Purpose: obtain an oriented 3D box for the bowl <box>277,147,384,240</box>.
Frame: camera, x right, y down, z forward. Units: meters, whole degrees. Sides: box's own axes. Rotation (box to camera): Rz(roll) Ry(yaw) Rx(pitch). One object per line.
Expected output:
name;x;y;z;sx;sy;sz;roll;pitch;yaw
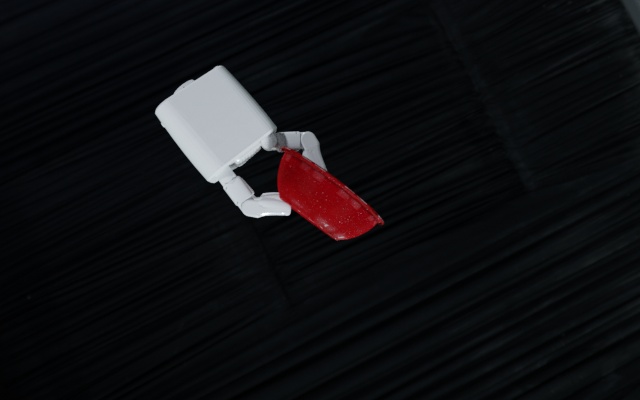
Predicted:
bowl;0.001;0.003;0.606;0.162;0.055;0.162;36;-4;3
